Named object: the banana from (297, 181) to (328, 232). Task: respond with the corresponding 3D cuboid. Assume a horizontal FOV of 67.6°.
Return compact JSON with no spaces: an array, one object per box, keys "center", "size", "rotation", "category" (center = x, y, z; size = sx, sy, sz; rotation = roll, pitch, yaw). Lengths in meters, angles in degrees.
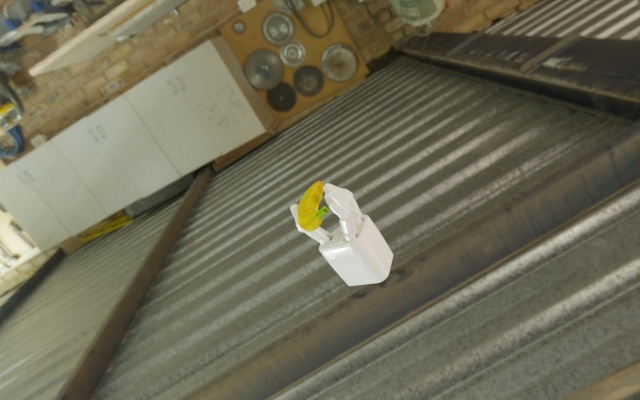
[{"center":[-0.014,0.015,0.892],"size":[0.069,0.037,0.197],"rotation":[-39,16,8],"category":"banana"}]
